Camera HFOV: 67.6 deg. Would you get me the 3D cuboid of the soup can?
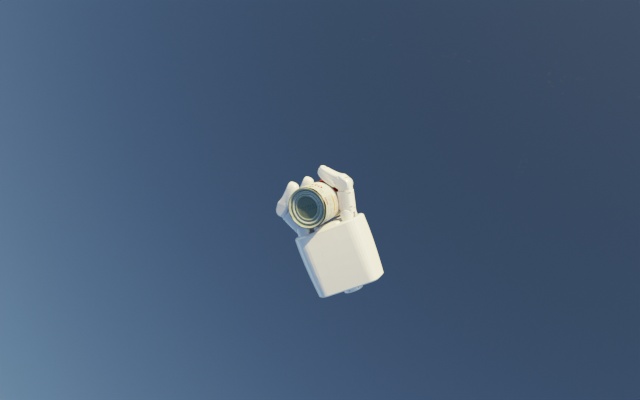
[{"bbox_3d":[0.000,0.002,0.775,0.068,0.068,0.102,0,11,27],"label":"soup can"}]
